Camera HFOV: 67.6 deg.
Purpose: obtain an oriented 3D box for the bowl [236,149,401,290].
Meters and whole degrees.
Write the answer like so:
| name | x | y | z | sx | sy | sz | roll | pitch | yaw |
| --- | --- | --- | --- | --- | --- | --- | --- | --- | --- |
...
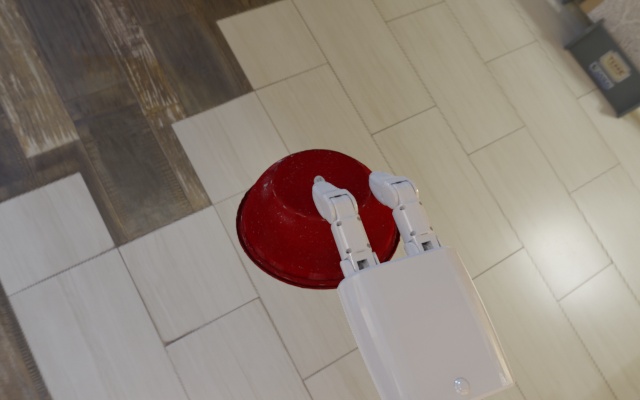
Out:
| name | x | y | z | sx | sy | sz | roll | pitch | yaw |
| --- | --- | --- | --- | --- | --- | --- | --- | --- | --- |
| bowl | -0.001 | 0.000 | 0.451 | 0.162 | 0.162 | 0.055 | 0 | -43 | -5 |
